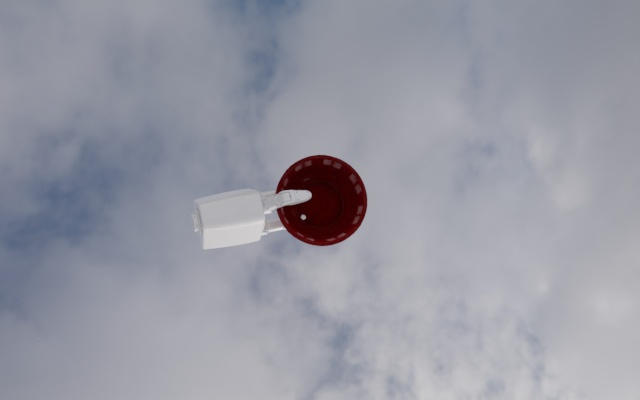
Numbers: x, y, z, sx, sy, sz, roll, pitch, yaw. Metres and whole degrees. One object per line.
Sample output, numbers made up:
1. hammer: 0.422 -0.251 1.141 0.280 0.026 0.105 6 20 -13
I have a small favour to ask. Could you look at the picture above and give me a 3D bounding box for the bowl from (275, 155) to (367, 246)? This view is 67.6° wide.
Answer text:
1. bowl: 0.001 0.003 0.855 0.162 0.162 0.055 0 -9 -4
